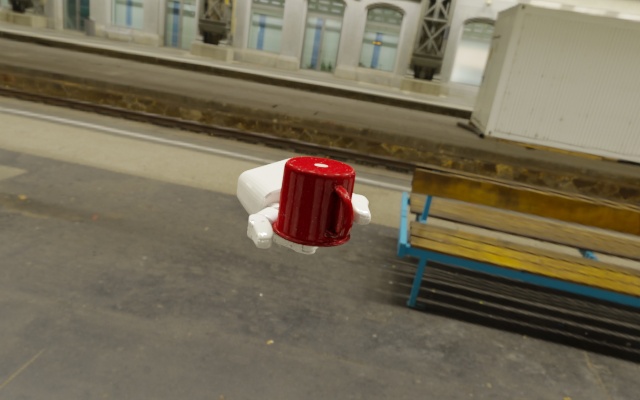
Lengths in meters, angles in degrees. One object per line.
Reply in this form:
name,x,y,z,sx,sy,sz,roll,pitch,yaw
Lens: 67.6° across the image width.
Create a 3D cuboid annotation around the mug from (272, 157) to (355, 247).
mug,0.001,0.002,0.536,0.093,0.081,0.117,-1,20,-28
